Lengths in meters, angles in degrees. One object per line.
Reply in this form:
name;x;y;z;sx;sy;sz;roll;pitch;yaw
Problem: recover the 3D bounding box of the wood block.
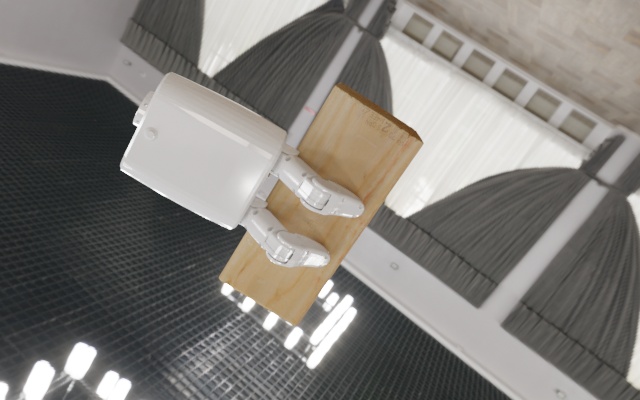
wood block;0.000;0.001;0.458;0.090;0.206;0.090;32;17;-3
